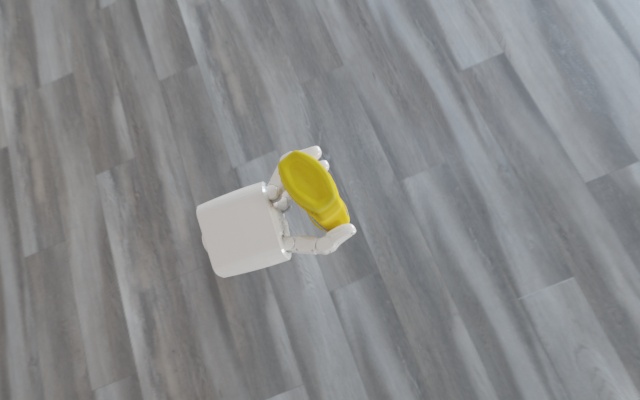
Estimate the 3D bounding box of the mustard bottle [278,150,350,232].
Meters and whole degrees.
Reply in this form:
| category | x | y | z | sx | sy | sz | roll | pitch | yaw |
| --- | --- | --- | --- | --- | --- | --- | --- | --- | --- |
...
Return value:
| category | x | y | z | sx | sy | sz | roll | pitch | yaw |
| --- | --- | --- | --- | --- | --- | --- | --- | --- | --- |
| mustard bottle | 0.000 | 0.002 | 0.692 | 0.058 | 0.096 | 0.192 | -41 | -20 | -3 |
